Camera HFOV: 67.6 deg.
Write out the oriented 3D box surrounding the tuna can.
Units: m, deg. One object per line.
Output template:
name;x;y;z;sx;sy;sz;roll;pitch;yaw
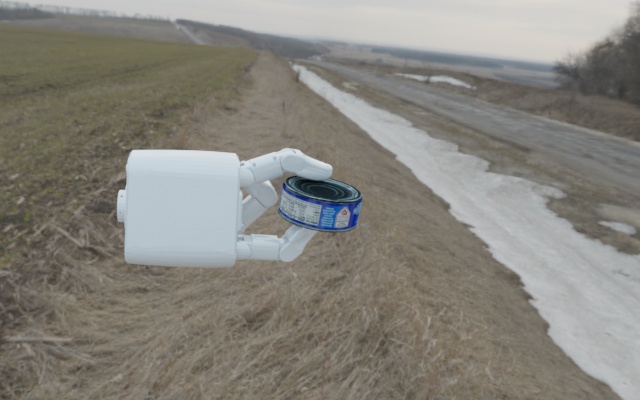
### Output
tuna can;0.000;0.001;0.500;0.086;0.034;0.086;10;18;-3
